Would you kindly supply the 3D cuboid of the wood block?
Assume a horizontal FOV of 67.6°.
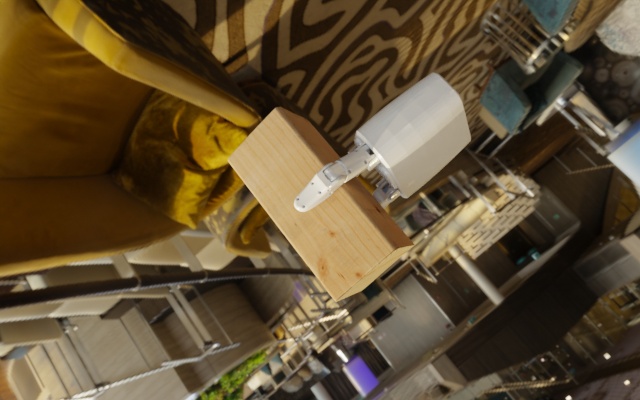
[{"bbox_3d":[0.000,0.002,0.552,0.090,0.206,0.091,-44,-17,15],"label":"wood block"}]
